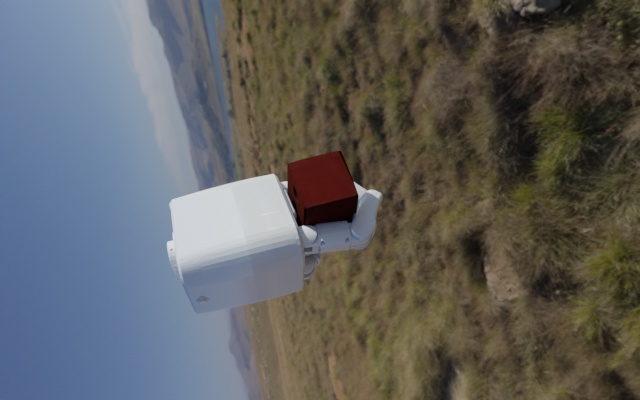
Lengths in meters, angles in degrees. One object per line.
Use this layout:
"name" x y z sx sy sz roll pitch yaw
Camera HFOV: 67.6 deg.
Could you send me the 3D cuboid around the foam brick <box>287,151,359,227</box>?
"foam brick" 0.000 0.001 0.448 0.051 0.053 0.078 -13 -32 -12
